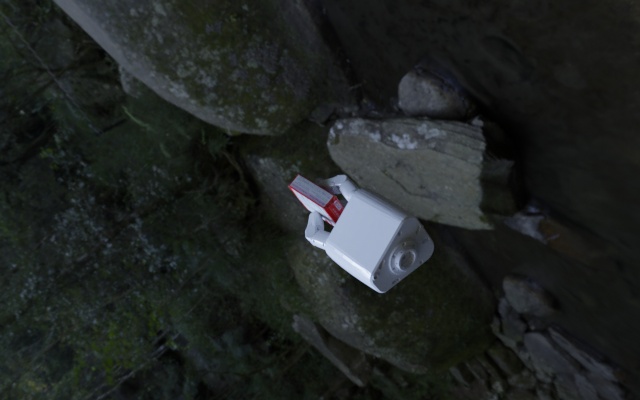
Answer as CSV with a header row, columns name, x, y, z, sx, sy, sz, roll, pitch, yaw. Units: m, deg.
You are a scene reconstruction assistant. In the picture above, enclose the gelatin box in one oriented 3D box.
name,x,y,z,sx,sy,sz,roll,pitch,yaw
gelatin box,0.000,0.003,0.763,0.089,0.030,0.073,31,-13,37
